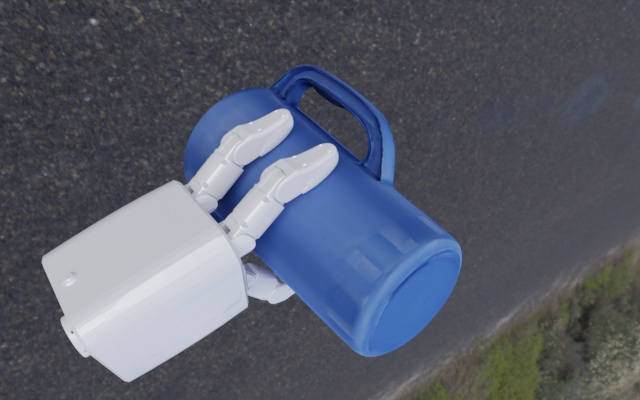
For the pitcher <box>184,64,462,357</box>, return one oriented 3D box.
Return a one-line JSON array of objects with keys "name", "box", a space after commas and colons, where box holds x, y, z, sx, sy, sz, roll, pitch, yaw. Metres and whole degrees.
[{"name": "pitcher", "box": [0.000, 0.001, 0.405, 0.145, 0.149, 0.242, -31, 50, -23]}]
